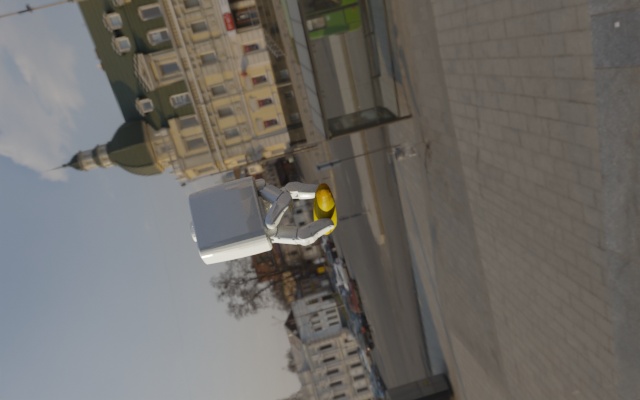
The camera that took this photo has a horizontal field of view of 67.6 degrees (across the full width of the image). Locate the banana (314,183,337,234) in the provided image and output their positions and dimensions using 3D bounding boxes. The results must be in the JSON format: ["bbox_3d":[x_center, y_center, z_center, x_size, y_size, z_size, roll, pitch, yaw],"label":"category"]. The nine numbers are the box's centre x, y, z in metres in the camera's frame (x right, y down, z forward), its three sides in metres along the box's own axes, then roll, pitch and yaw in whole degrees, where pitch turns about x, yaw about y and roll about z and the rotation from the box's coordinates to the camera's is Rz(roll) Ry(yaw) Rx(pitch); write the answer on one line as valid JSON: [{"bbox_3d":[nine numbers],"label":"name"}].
[{"bbox_3d":[0.005,0.021,0.793,0.037,0.069,0.198,-14,-7,-3],"label":"banana"}]
